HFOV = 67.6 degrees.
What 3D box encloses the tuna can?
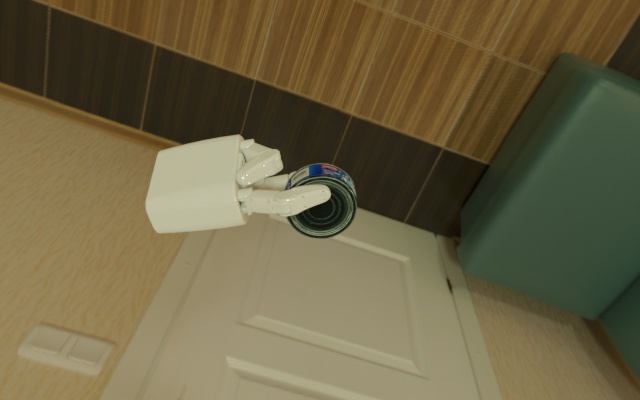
[{"bbox_3d":[0.000,0.002,0.557,0.086,0.086,0.033,0,29,-2],"label":"tuna can"}]
